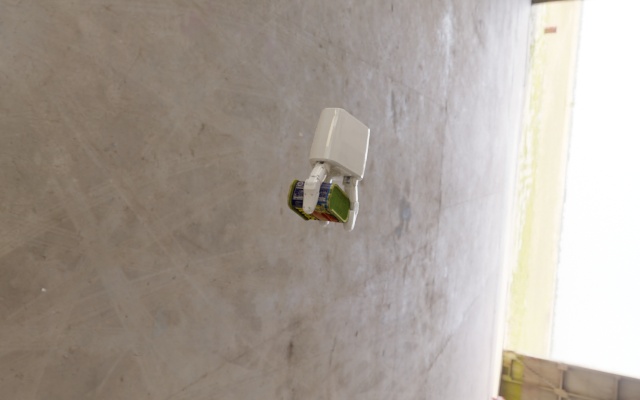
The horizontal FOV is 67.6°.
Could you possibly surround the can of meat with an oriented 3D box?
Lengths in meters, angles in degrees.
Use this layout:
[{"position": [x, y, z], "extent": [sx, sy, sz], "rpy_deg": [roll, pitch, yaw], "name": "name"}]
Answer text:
[{"position": [0.000, 0.003, 0.882], "extent": [0.084, 0.057, 0.102], "rpy_deg": [4, -20, 26], "name": "can of meat"}]
